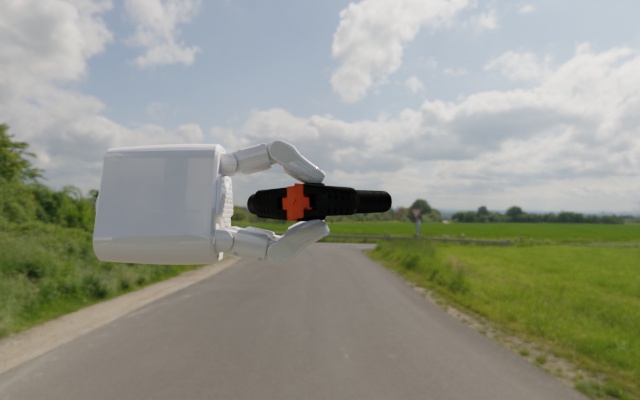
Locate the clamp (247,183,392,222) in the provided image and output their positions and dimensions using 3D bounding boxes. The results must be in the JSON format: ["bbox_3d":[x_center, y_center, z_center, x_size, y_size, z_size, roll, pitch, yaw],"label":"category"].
[{"bbox_3d":[0.000,0.001,0.461,0.164,0.036,0.210,-2,-1,-1],"label":"clamp"}]
